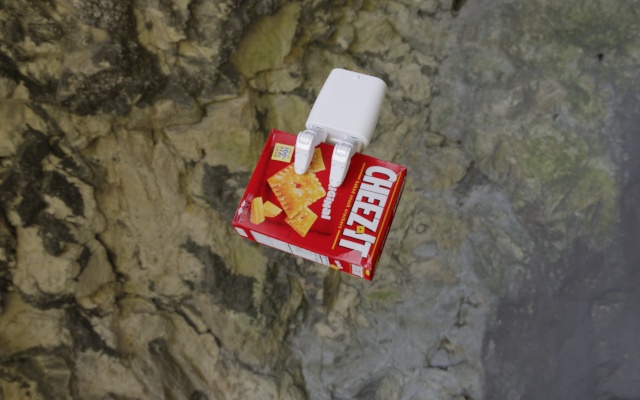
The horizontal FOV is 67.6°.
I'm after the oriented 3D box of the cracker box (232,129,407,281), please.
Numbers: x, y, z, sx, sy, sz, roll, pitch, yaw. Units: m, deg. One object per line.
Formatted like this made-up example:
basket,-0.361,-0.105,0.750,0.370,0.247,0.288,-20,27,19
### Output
cracker box,0.000,0.002,0.702,0.213,0.164,0.072,17,-18,13
